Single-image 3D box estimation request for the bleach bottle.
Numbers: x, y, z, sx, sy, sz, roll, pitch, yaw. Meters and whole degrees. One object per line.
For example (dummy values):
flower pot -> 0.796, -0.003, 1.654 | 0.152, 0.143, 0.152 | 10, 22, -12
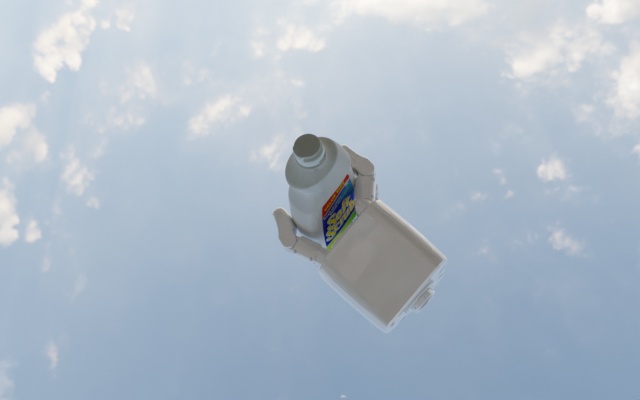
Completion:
bleach bottle -> 0.000, 0.002, 0.587 | 0.068, 0.102, 0.251 | 40, -12, 23
